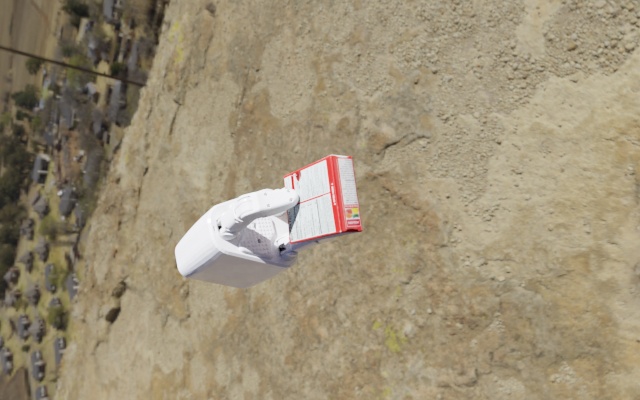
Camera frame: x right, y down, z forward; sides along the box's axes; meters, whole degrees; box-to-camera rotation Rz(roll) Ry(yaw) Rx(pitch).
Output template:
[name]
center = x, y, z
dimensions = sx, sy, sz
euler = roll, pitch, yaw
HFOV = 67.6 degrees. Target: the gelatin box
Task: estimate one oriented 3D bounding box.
[gelatin box]
center = 0.000, 0.001, 0.474
dimensions = 0.030, 0.073, 0.089
euler = -1, -11, -36
